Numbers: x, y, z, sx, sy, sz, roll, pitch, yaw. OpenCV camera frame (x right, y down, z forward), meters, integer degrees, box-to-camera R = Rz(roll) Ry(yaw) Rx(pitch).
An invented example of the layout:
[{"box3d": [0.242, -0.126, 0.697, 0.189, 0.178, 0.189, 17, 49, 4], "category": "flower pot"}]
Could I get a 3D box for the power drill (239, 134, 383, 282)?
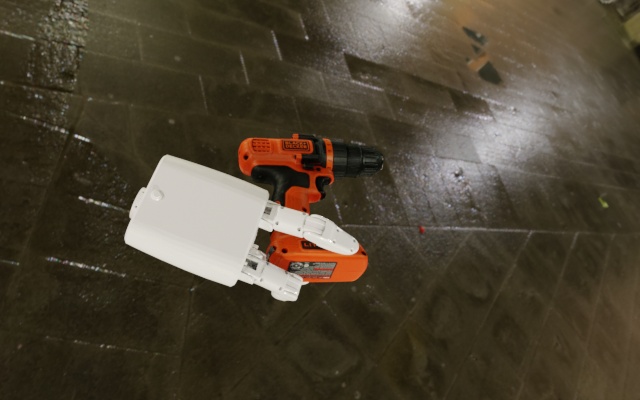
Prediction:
[{"box3d": [0.000, 0.002, 0.556, 0.184, 0.187, 0.057, 0, -40, -13], "category": "power drill"}]
